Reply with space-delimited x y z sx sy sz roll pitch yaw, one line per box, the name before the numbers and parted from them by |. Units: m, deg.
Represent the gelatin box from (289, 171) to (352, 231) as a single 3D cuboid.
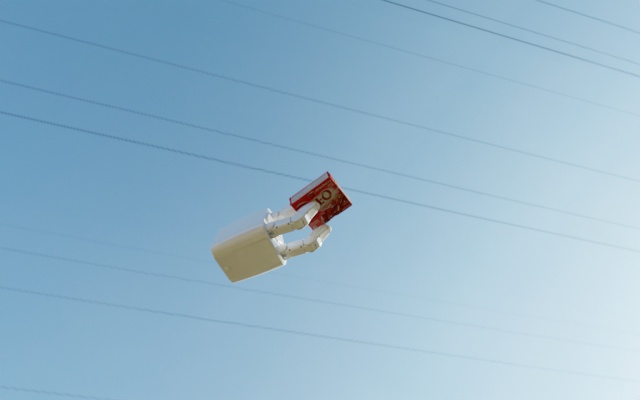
gelatin box | 0.000 0.002 0.855 0.089 0.073 0.030 -35 27 9
